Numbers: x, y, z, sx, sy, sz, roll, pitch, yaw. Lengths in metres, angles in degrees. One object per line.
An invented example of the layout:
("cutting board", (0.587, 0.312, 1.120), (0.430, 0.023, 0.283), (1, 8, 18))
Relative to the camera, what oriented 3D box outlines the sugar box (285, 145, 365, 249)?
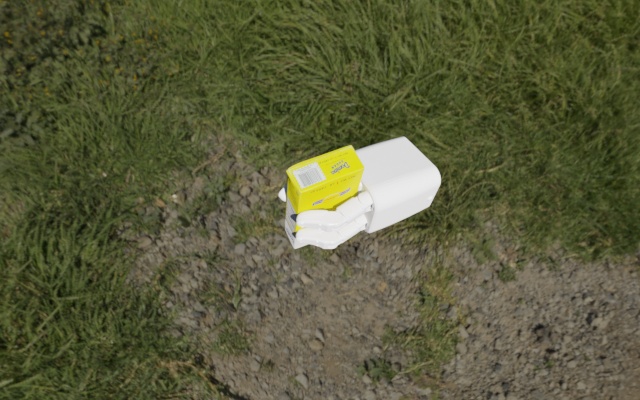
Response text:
("sugar box", (0.000, 0.003, 0.664), (0.093, 0.048, 0.176), (-21, -27, -15))
